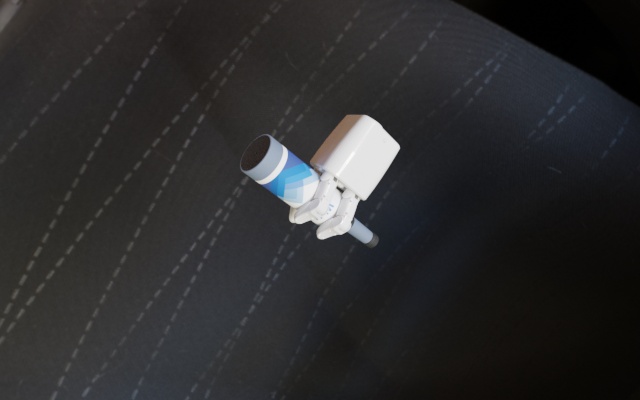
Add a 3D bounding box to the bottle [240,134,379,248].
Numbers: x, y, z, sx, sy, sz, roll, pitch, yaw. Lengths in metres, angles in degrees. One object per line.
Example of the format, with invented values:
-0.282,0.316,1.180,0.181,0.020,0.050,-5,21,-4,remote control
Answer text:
0.000,0.002,0.781,0.069,0.069,0.296,0,-29,48,bottle
